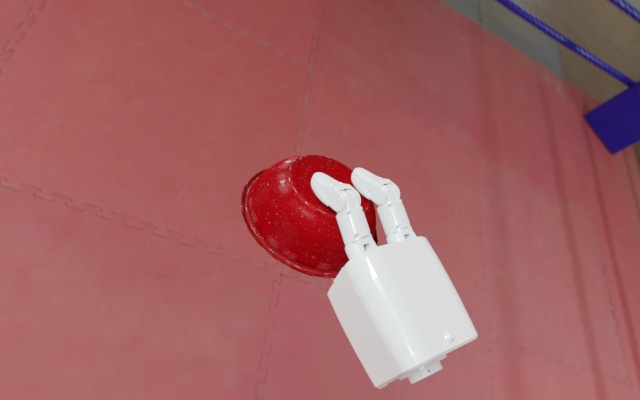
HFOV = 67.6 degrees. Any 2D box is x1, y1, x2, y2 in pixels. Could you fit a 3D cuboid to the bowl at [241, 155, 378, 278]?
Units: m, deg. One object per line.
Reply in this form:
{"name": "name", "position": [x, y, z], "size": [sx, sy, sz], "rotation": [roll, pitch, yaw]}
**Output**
{"name": "bowl", "position": [-0.001, 0.000, 0.512], "size": [0.162, 0.162, 0.055], "rotation": [0, -42, -31]}
